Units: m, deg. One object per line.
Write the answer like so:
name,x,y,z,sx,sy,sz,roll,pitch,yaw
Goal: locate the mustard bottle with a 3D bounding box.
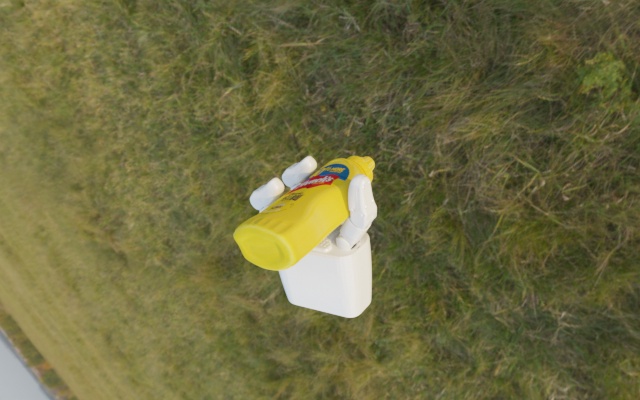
mustard bottle,0.000,0.002,0.537,0.096,0.058,0.191,-6,25,50
